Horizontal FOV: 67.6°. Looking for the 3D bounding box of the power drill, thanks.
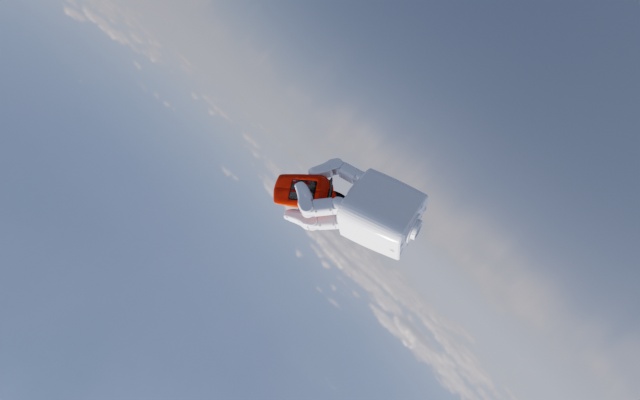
[{"bbox_3d":[0.000,0.003,0.856,0.184,0.057,0.188,3,-11,33],"label":"power drill"}]
